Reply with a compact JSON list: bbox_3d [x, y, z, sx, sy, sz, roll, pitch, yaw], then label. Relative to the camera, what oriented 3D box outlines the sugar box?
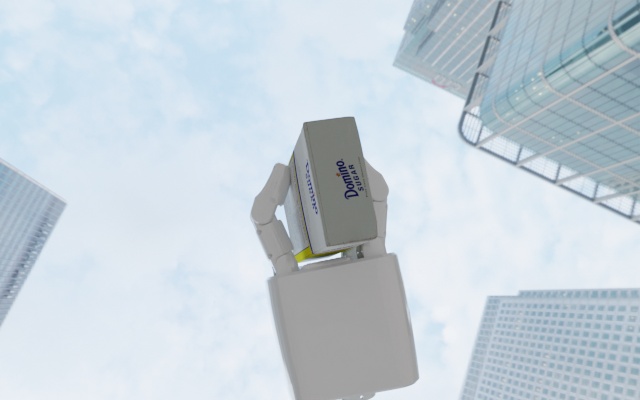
[{"bbox_3d":[0.001,0.001,0.416,0.048,0.093,0.176,-9,-9,-14],"label":"sugar box"}]
